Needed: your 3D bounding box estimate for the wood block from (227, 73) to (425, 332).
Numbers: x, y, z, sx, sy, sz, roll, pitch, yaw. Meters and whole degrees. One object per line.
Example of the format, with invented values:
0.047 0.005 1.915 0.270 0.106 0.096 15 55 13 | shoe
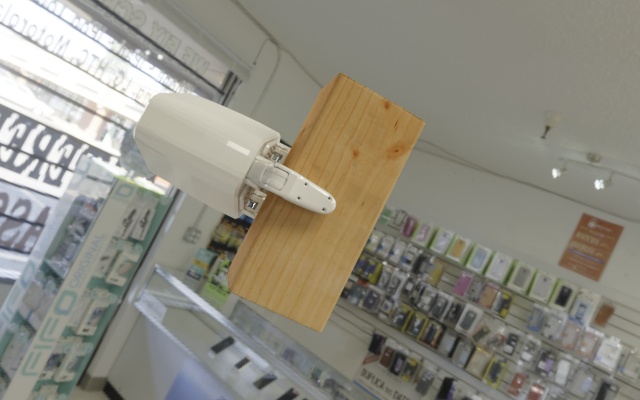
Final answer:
0.000 0.001 0.447 0.090 0.206 0.091 27 -3 -11 | wood block
